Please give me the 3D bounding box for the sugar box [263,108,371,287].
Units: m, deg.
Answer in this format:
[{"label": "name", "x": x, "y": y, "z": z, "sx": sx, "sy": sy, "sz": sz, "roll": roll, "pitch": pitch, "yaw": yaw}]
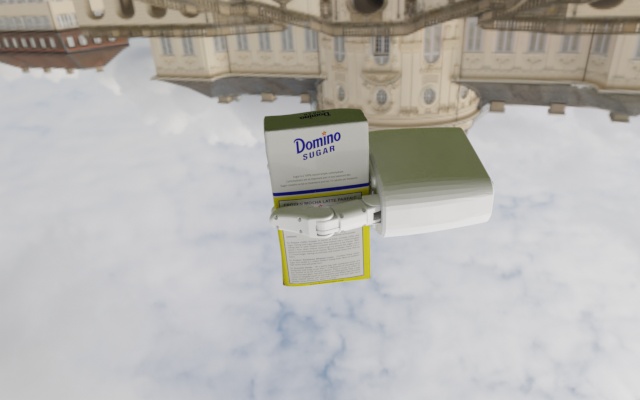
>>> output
[{"label": "sugar box", "x": 0.000, "y": 0.001, "z": 0.468, "sx": 0.093, "sy": 0.176, "sz": 0.048, "roll": -6, "pitch": 28, "yaw": -4}]
